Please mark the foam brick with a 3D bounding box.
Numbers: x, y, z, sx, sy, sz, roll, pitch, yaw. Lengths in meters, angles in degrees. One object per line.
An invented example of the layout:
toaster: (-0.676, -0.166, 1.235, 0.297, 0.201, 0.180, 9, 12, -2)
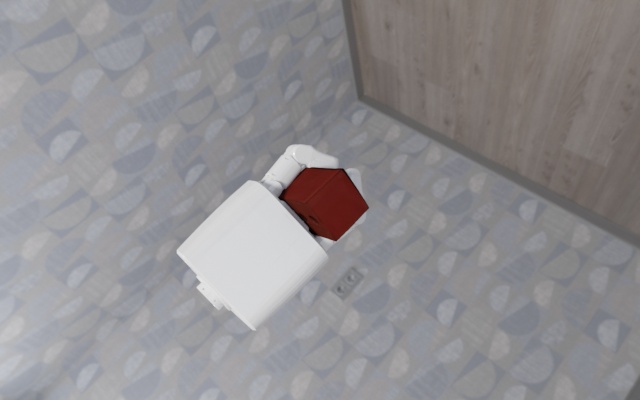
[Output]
foam brick: (0.000, 0.001, 0.485, 0.051, 0.053, 0.078, -44, 23, -18)
